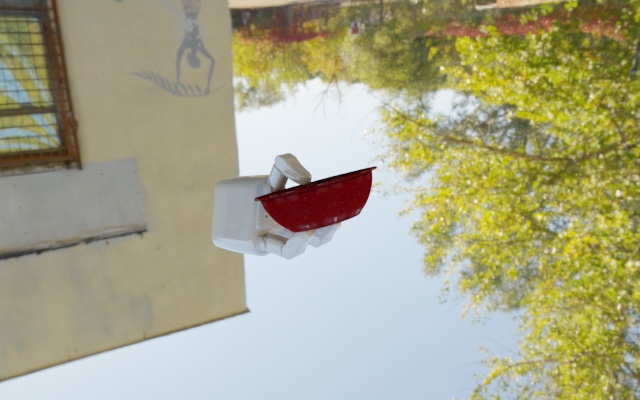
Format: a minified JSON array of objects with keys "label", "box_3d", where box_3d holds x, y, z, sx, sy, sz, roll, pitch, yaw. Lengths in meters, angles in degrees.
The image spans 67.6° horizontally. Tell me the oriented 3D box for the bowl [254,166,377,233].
[{"label":"bowl","box_3d":[0.001,0.002,0.610,0.162,0.055,0.162,-15,3,1]}]
